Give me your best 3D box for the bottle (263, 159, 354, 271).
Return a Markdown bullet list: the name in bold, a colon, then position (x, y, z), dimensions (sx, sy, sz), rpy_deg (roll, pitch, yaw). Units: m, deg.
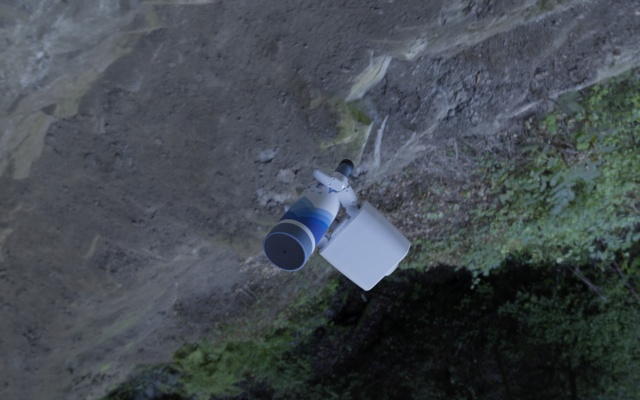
- **bottle**: position (0.000, 0.003, 0.784), dimensions (0.069, 0.069, 0.295), rpy_deg (0, 28, 23)
